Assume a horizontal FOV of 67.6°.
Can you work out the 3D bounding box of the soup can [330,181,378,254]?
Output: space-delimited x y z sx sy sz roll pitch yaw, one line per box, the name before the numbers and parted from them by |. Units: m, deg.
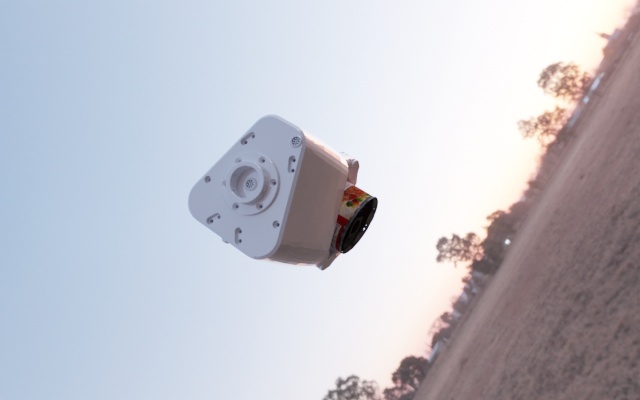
soup can | 0.000 0.001 0.506 0.102 0.068 0.068 31 12 21
